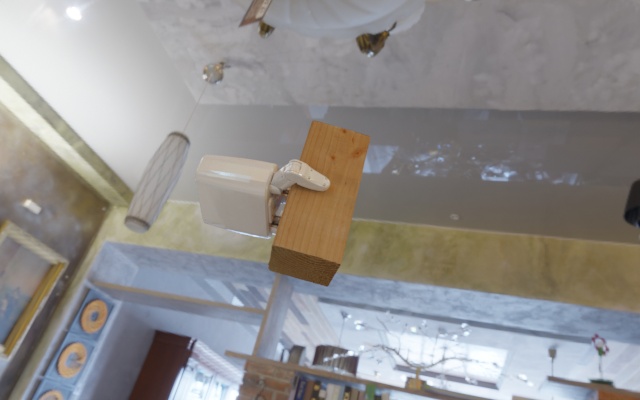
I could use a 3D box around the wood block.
[{"bbox_3d":[0.000,0.002,0.673,0.090,0.206,0.091,16,-30,-1],"label":"wood block"}]
